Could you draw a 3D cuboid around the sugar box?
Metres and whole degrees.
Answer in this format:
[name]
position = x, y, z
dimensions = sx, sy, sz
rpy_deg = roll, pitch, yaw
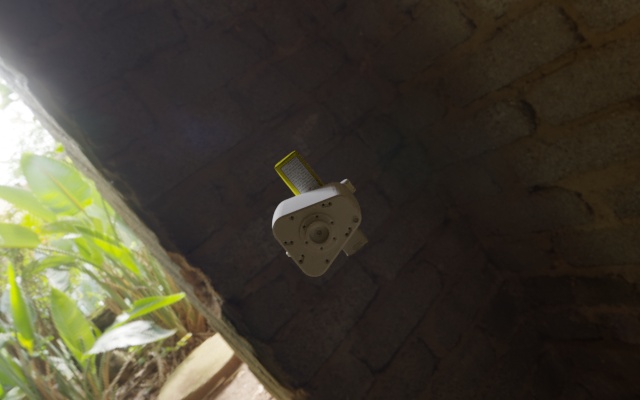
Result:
[sugar box]
position = 0.000, 0.003, 0.744
dimensions = 0.048, 0.176, 0.093
rpy_deg = -37, 7, 1
